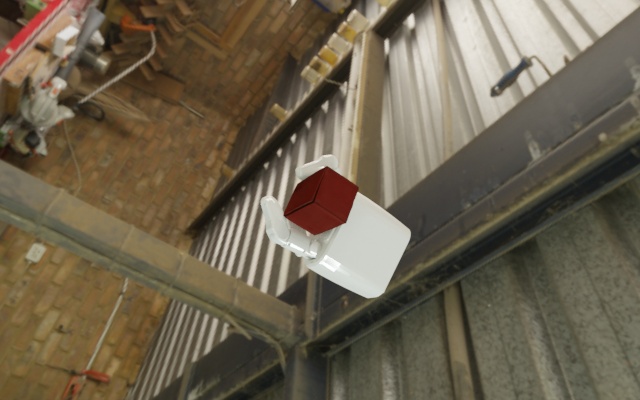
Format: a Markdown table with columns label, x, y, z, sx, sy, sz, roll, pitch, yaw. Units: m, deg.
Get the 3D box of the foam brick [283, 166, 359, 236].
| label | x | y | z | sx | sy | sz | roll | pitch | yaw |
| --- | --- | --- | --- | --- | --- | --- | --- | --- | --- |
| foam brick | 0.000 | 0.002 | 0.583 | 0.051 | 0.053 | 0.078 | 33 | -29 | -19 |
